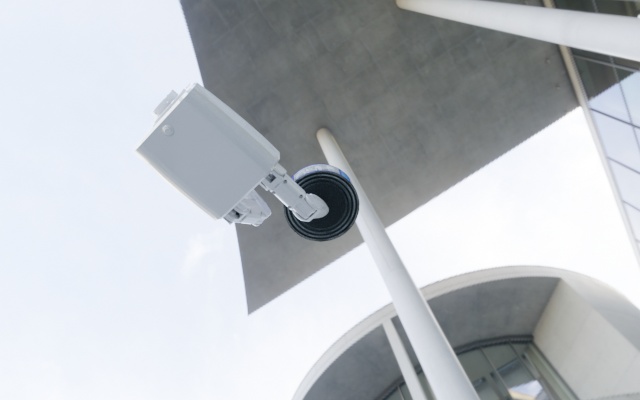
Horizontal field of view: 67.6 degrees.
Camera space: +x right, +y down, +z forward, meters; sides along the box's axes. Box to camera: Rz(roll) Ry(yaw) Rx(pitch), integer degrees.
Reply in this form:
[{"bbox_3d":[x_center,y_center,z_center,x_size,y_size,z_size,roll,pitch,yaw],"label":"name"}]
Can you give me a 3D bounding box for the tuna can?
[{"bbox_3d":[0.000,0.002,0.550,0.086,0.086,0.033,0,22,-5],"label":"tuna can"}]
